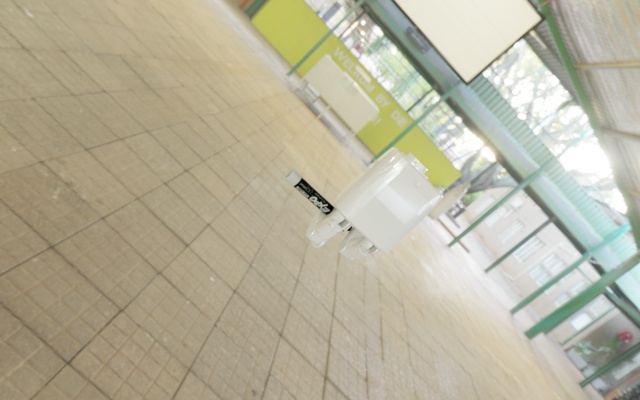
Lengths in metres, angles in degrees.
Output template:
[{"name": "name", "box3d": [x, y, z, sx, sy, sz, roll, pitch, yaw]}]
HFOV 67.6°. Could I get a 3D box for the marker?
[{"name": "marker", "box3d": [0.000, 0.002, 0.659, 0.121, 0.020, 0.020, 42, -16, -19]}]
